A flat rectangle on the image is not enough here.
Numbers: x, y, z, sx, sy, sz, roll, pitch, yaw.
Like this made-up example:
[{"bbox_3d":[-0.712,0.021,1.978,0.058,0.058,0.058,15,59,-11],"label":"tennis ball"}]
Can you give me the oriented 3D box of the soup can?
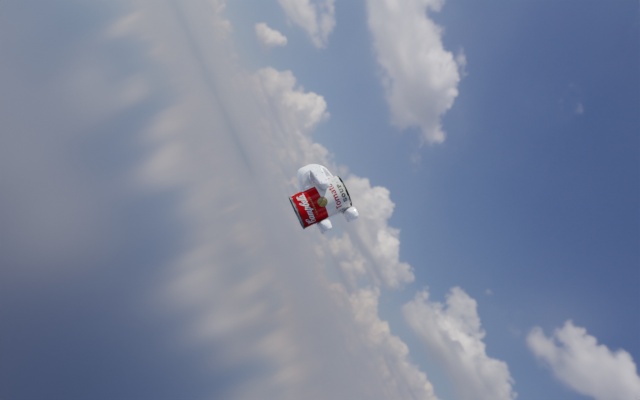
[{"bbox_3d":[0.000,0.003,0.899,0.102,0.068,0.068,-24,3,-6],"label":"soup can"}]
